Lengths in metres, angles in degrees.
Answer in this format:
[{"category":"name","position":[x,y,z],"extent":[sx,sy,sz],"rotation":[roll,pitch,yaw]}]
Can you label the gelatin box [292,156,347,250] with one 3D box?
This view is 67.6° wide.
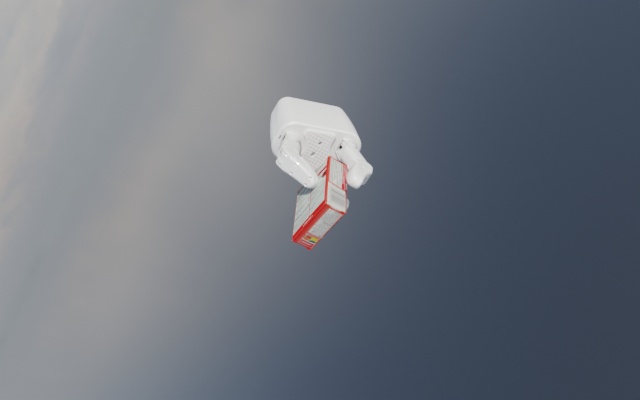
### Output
[{"category":"gelatin box","position":[0.000,0.002,0.559],"extent":[0.030,0.089,0.073],"rotation":[27,-52,-19]}]
